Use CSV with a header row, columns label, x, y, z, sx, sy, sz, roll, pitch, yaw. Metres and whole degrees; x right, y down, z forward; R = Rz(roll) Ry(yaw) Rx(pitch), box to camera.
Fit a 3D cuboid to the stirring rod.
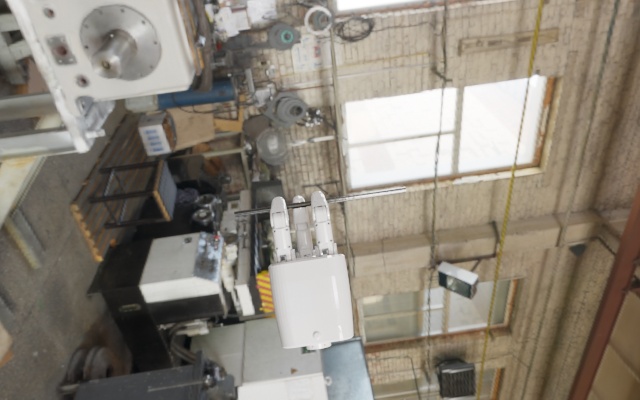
label,x,y,z,sx,sy,sz,roll,pitch,yaw
stirring rod,0.000,0.002,0.665,0.239,0.011,0.011,-8,0,-2
